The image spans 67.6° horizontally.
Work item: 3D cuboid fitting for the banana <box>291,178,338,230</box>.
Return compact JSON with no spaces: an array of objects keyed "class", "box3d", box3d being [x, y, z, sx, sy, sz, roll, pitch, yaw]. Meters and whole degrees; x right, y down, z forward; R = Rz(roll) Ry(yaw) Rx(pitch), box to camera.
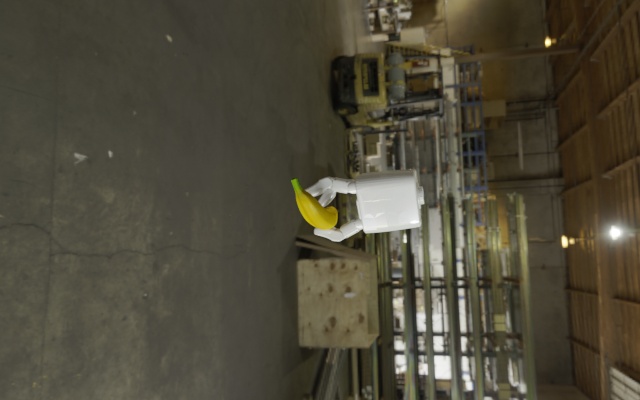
[{"class":"banana","box3d":[0.000,0.020,0.864,0.037,0.069,0.198,-9,-20,16]}]
